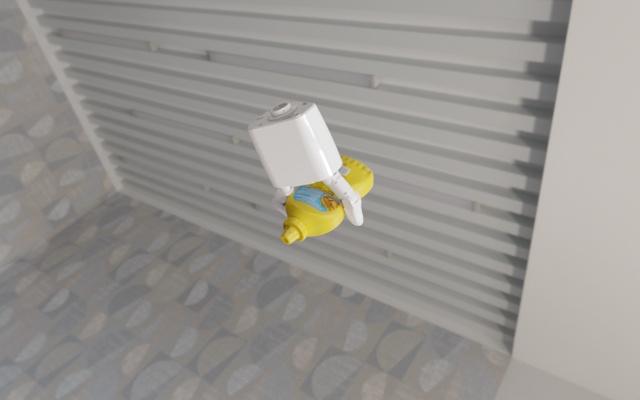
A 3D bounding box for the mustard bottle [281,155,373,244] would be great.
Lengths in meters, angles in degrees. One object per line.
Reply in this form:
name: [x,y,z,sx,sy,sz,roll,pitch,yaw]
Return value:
mustard bottle: [0.000,0.003,0.775,0.096,0.058,0.191,24,50,25]
